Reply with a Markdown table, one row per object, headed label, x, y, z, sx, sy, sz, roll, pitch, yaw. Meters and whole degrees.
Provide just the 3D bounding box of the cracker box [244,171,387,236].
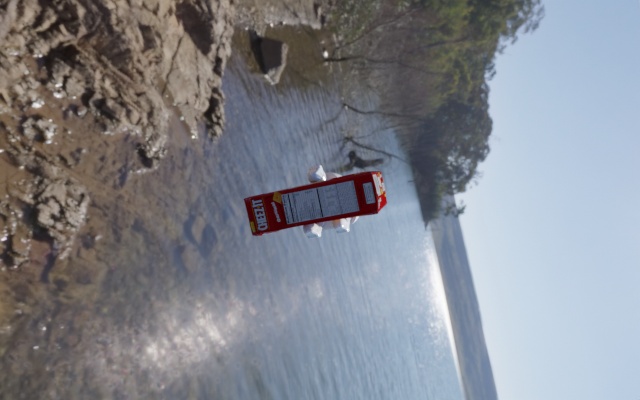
| label | x | y | z | sx | sy | sz | roll | pitch | yaw |
| --- | --- | --- | --- | --- | --- | --- | --- | --- | --- |
| cracker box | 0.000 | 0.002 | 0.823 | 0.214 | 0.072 | 0.164 | -12 | 2 | 12 |
